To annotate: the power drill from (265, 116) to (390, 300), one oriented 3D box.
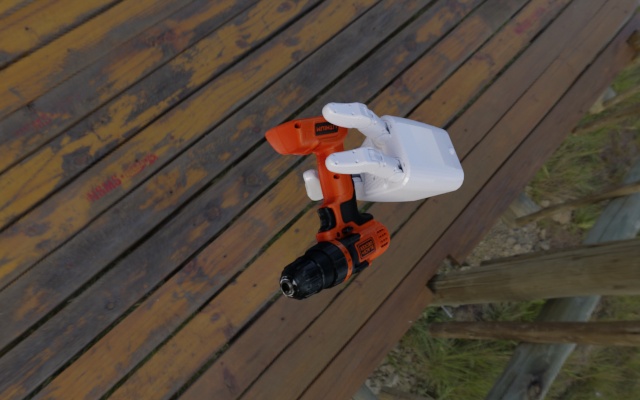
[{"bbox_3d":[0.000,0.001,0.543,0.057,0.187,0.184,-12,6,38],"label":"power drill"}]
